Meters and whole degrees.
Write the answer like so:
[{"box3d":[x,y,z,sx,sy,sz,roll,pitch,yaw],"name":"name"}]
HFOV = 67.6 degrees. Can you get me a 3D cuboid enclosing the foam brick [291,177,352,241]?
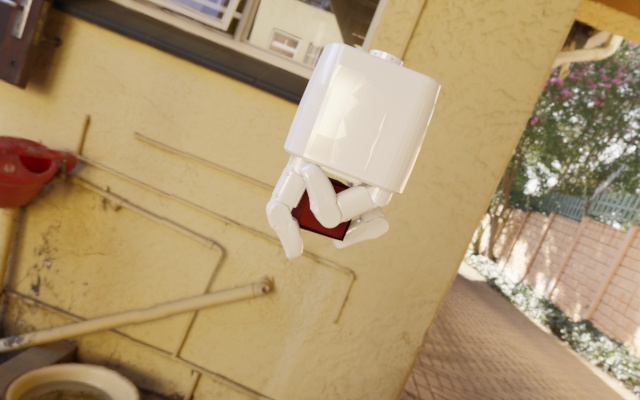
[{"box3d":[0.000,0.002,0.492,0.053,0.051,0.078,19,7,-18],"name":"foam brick"}]
